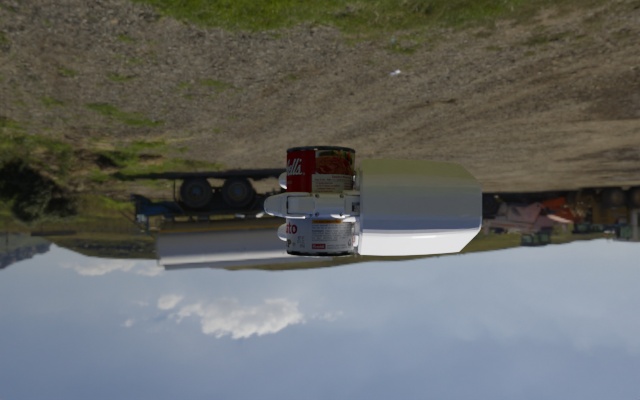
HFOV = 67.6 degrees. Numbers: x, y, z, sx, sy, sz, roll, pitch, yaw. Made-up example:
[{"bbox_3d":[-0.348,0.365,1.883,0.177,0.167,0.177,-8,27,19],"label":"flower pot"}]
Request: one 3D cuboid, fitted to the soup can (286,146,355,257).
[{"bbox_3d":[0.000,0.002,0.467,0.068,0.102,0.068,0,-1,0],"label":"soup can"}]
